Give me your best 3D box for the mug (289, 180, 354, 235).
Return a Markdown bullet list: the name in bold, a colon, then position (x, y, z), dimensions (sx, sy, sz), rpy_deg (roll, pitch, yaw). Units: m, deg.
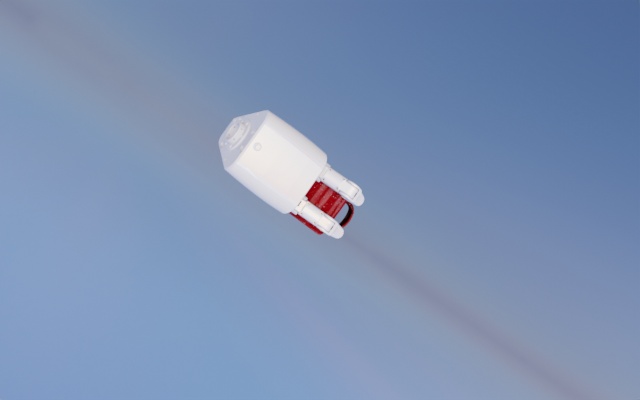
- **mug**: position (0.001, 0.003, 0.707), dimensions (0.117, 0.081, 0.093), rpy_deg (38, -3, -31)
